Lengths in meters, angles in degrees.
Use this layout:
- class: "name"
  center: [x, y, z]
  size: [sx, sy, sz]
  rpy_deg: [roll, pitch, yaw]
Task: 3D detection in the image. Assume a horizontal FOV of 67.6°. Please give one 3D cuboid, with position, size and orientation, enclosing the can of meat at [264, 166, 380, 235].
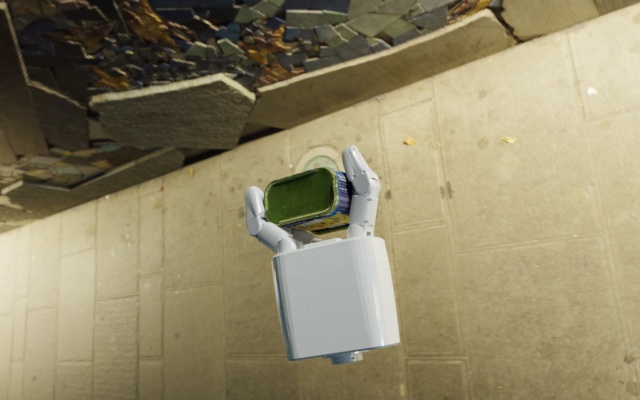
- class: "can of meat"
  center: [0.000, 0.002, 0.531]
  size: [0.102, 0.057, 0.084]
  rpy_deg: [-15, -16, 34]
